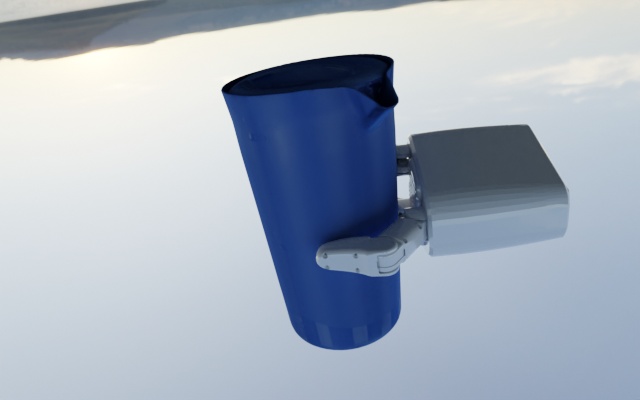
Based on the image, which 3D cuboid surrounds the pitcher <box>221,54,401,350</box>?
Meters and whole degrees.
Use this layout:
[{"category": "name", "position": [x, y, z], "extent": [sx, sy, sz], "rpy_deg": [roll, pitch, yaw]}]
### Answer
[{"category": "pitcher", "position": [0.000, 0.001, 0.421], "extent": [0.145, 0.243, 0.149], "rpy_deg": [-7, 25, 5]}]
